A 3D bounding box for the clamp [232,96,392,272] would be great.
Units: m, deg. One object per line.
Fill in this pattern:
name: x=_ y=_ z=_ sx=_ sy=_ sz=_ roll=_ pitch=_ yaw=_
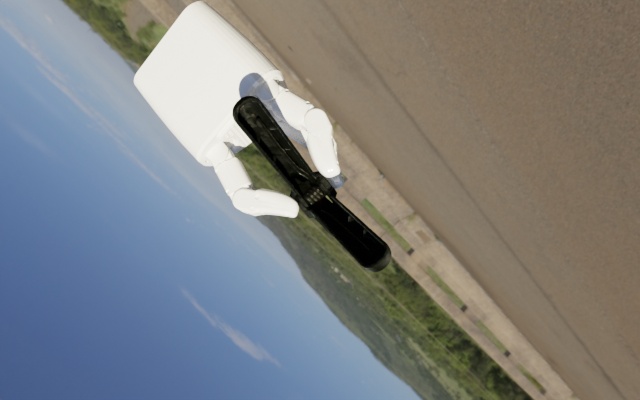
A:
clamp: x=-0.001 y=0.002 z=0.437 sx=0.036 sy=0.164 sz=0.210 roll=-40 pitch=-11 yaw=-3
